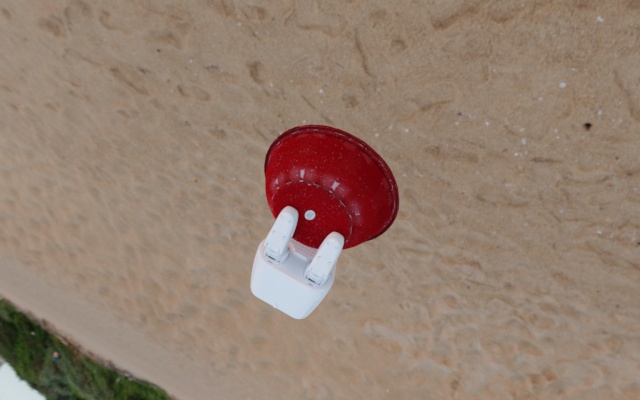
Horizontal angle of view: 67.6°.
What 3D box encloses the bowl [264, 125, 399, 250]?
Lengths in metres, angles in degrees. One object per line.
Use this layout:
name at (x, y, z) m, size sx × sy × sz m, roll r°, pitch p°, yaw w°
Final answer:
bowl at (0.000, 0.001, 0.515) m, size 0.162 × 0.162 × 0.055 m, roll 0°, pitch 36°, yaw 28°
